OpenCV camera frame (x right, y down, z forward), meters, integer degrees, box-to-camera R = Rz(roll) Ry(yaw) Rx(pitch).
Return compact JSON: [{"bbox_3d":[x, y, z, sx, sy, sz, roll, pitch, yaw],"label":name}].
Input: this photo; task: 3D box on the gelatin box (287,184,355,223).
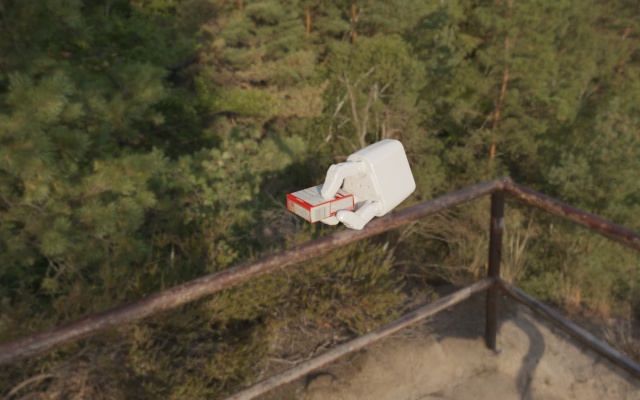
[{"bbox_3d":[0.000,0.002,0.790,0.089,0.030,0.073,-17,27,-31],"label":"gelatin box"}]
